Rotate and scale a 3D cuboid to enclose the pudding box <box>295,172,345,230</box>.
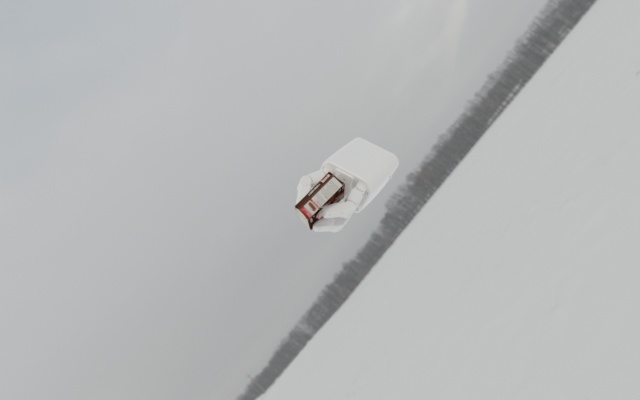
[{"bbox_3d":[0.000,0.003,0.849,0.039,0.090,0.113,42,-7,11],"label":"pudding box"}]
